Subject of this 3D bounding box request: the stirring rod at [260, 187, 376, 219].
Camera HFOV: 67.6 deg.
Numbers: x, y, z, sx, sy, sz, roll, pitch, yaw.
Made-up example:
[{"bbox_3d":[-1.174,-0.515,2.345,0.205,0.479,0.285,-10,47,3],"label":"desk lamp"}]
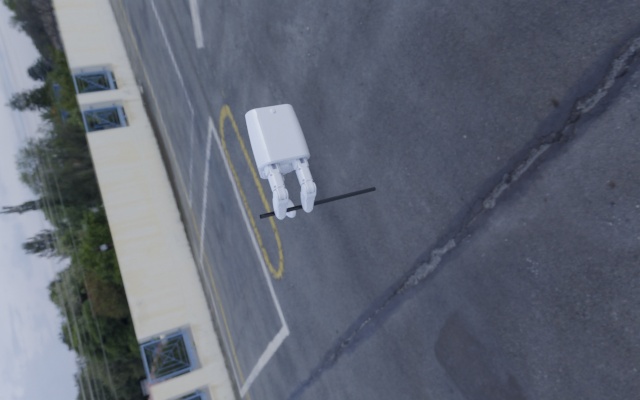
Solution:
[{"bbox_3d":[0.000,0.003,0.899,0.239,0.011,0.011,-14,5,-23],"label":"stirring rod"}]
